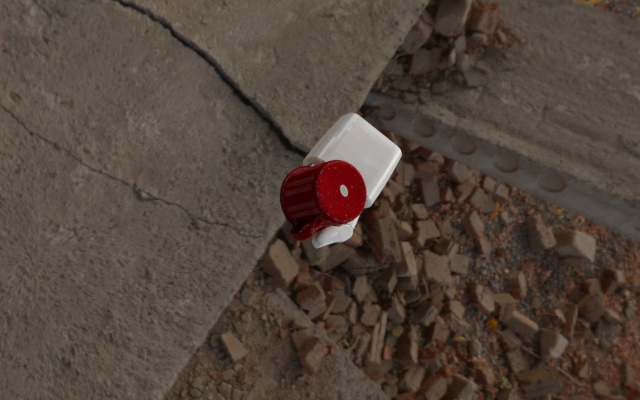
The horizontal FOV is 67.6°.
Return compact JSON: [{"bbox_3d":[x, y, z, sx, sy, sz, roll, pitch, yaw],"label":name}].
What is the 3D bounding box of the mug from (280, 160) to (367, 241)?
[{"bbox_3d":[-0.001,0.003,0.618,0.093,0.117,0.081,44,-27,-20],"label":"mug"}]
